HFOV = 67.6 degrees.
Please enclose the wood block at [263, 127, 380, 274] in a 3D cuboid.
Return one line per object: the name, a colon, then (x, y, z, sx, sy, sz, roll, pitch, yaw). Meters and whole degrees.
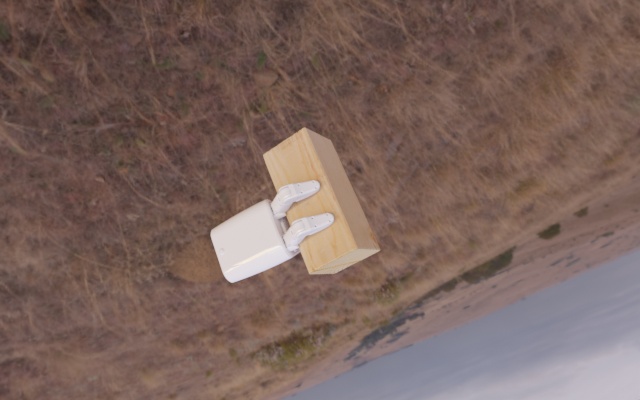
wood block: (0.000, 0.003, 0.749, 0.090, 0.206, 0.091, -30, -20, 21)
